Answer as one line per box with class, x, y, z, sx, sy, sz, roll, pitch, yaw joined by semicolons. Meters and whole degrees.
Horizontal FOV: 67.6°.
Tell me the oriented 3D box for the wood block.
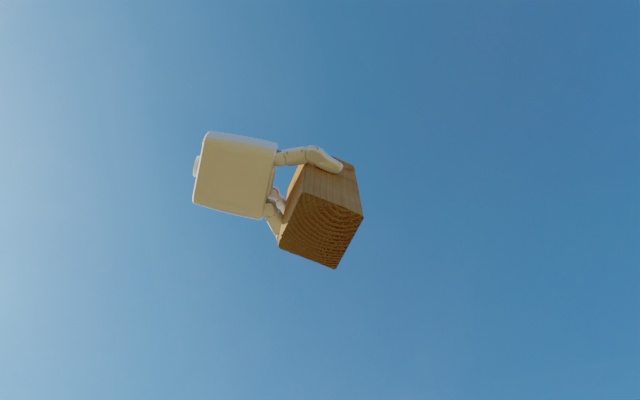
wood block;0.000;0.002;0.720;0.090;0.091;0.206;22;21;-9
